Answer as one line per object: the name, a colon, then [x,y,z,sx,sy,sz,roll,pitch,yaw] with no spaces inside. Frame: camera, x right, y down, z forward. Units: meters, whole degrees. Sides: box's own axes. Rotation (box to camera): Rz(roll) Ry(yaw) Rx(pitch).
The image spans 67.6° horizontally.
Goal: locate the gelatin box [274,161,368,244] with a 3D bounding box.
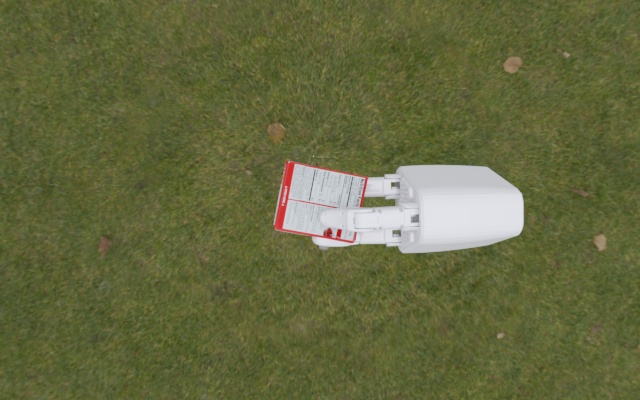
gelatin box: [0.000,0.002,0.508,0.089,0.073,0.030,11,4,-9]
